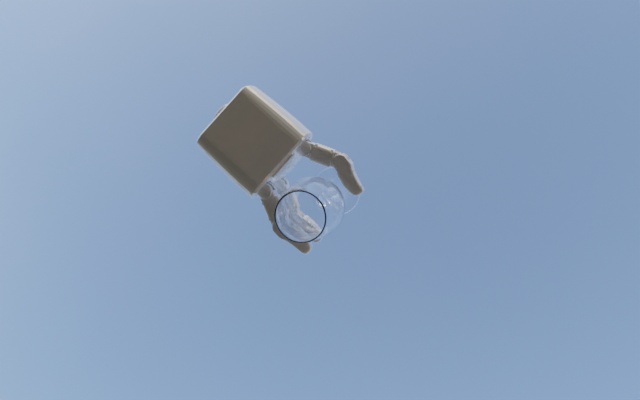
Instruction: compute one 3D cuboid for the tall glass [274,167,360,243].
[{"bbox_3d":[0.000,0.002,0.632,0.079,0.079,0.201,0,10,14],"label":"tall glass"}]
